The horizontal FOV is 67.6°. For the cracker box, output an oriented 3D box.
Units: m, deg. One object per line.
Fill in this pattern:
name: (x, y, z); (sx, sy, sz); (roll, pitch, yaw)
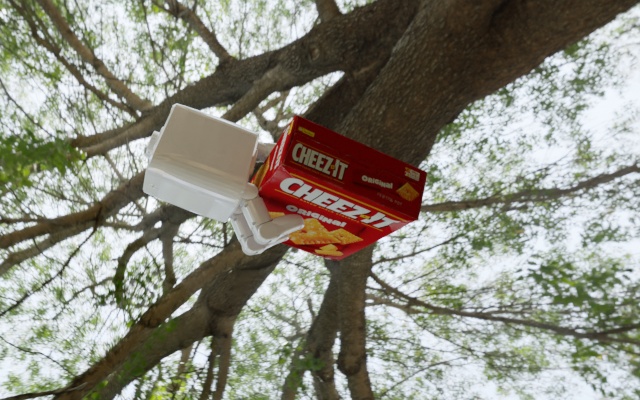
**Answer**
cracker box: (0.000, 0.002, 0.590); (0.164, 0.072, 0.214); (21, -25, -15)
